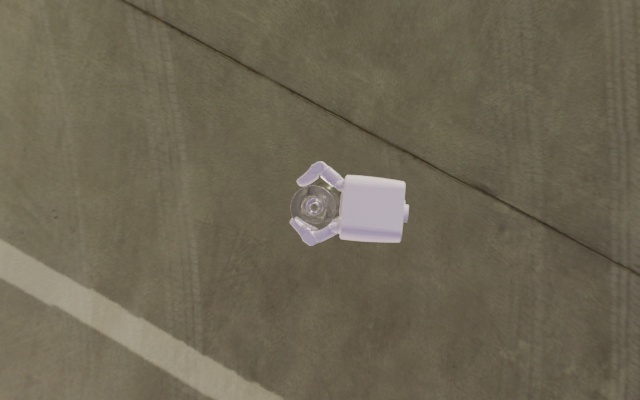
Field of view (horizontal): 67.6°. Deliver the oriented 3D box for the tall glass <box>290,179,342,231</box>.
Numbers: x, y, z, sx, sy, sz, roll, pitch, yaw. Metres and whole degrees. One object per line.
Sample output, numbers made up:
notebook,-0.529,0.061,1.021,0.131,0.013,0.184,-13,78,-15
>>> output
tall glass,0.000,0.003,0.866,0.079,0.079,0.201,0,6,7
